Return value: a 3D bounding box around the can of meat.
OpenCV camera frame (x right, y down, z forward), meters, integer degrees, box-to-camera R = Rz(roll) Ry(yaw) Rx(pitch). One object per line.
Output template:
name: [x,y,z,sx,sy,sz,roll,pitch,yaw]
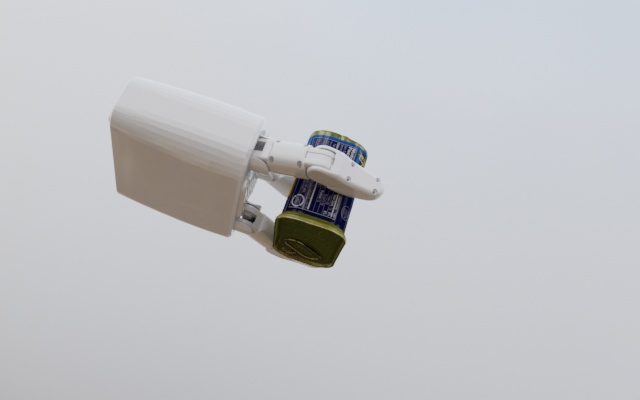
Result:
can of meat: [0.000,0.001,0.410,0.057,0.084,0.102,18,-24,1]
